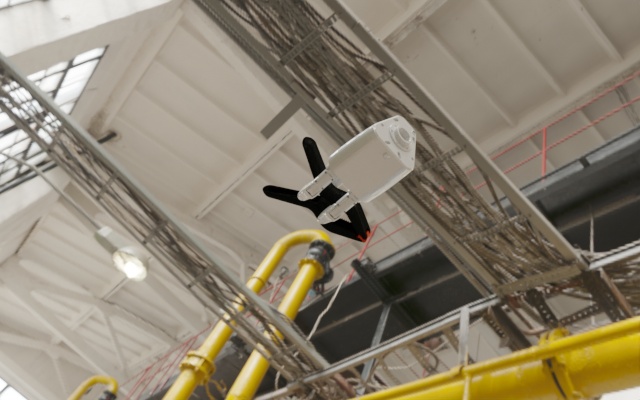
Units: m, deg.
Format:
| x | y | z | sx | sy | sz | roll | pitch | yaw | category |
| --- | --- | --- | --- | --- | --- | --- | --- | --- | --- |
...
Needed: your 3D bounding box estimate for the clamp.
| x | y | z | sx | sy | sz | roll | pitch | yaw | category |
| --- | --- | --- | --- | --- | --- | --- | --- | --- | --- |
| 0.001 | 0.003 | 0.857 | 0.165 | 0.210 | 0.036 | -35 | 13 | 43 | clamp |
